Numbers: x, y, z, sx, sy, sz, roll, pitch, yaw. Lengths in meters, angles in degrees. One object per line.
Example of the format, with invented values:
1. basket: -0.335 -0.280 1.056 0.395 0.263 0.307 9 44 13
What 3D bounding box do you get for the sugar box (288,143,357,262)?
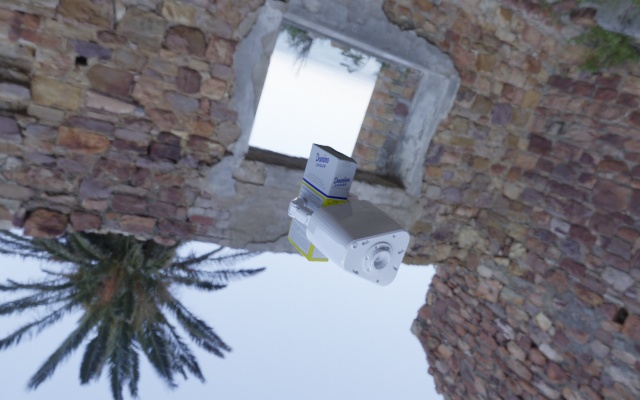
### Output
1. sugar box: 0.001 0.003 0.791 0.048 0.176 0.093 9 18 -32
